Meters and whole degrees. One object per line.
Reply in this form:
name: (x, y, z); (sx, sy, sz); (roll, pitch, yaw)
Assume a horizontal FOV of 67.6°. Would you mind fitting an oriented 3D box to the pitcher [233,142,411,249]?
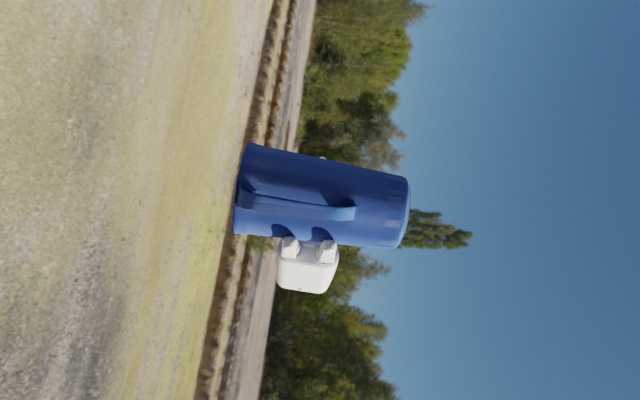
pitcher: (0.000, 0.002, 0.680); (0.243, 0.149, 0.145); (9, -38, -2)
